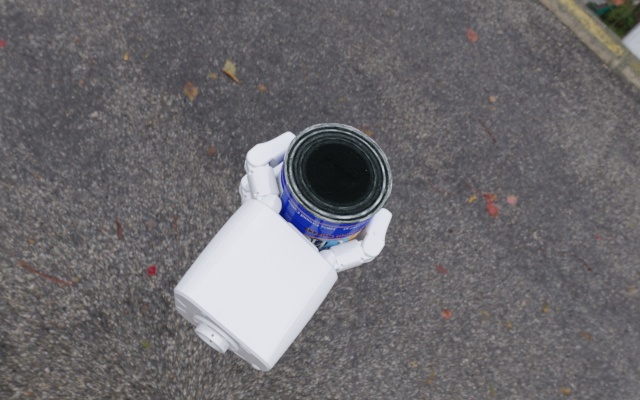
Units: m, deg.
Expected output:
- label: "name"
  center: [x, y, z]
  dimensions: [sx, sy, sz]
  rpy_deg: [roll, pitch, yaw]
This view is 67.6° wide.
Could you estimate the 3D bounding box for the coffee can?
- label: "coffee can"
  center: [0.000, 0.002, 0.491]
  dimensions: [0.103, 0.102, 0.140]
  rpy_deg: [0, -24, -15]
